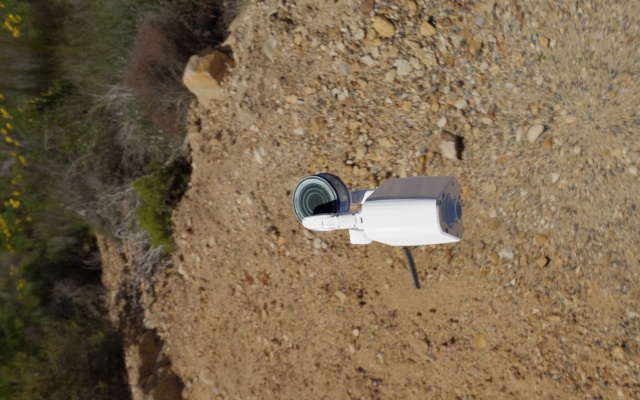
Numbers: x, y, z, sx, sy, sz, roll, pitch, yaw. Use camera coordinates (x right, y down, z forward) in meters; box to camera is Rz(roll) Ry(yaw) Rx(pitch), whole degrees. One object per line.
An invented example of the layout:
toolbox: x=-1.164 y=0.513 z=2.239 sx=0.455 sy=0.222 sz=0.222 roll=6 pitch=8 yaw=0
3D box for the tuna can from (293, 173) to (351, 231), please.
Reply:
tuna can: x=0.000 y=0.002 z=0.716 sx=0.086 sy=0.086 sz=0.034 roll=0 pitch=9 yaw=35
